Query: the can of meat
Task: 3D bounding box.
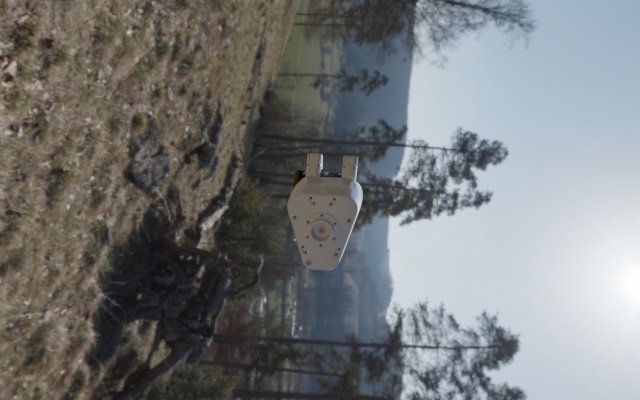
[{"bbox_3d":[0.000,0.003,0.767,0.084,0.102,0.057,3,10,5],"label":"can of meat"}]
